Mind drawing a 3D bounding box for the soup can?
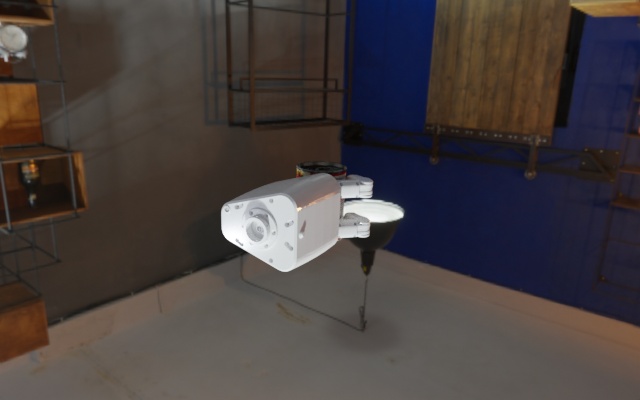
[{"bbox_3d":[0.000,0.002,0.658,0.068,0.102,0.068,2,15,-1],"label":"soup can"}]
